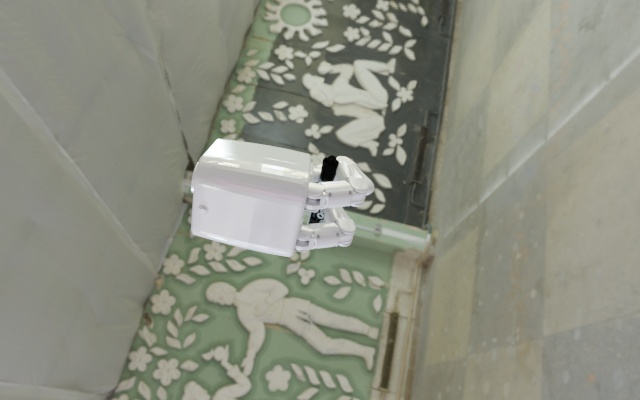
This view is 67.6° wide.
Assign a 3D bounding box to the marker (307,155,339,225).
[{"bbox_3d":[0.000,0.002,0.542,0.020,0.121,0.020,10,36,-7],"label":"marker"}]
